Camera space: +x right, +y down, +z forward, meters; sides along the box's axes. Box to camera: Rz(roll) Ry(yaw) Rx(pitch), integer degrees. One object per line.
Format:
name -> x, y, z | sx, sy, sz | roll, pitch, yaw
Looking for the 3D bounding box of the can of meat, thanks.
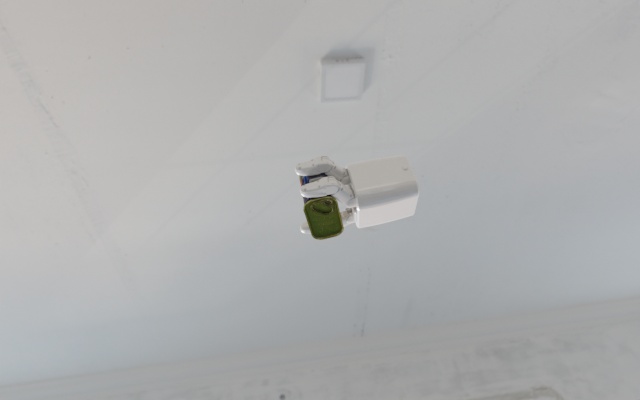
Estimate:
can of meat -> 0.000, 0.003, 0.825 | 0.057, 0.083, 0.102 | -14, -44, 2
